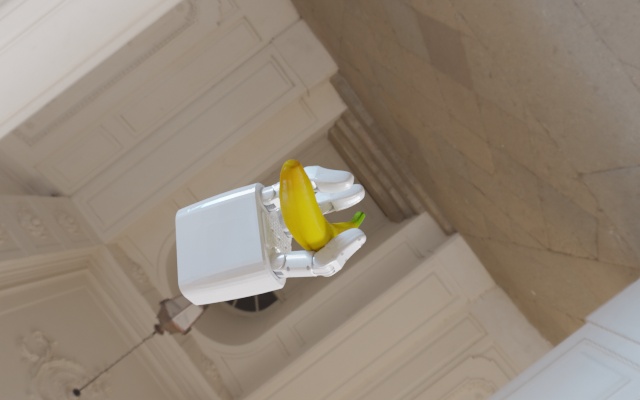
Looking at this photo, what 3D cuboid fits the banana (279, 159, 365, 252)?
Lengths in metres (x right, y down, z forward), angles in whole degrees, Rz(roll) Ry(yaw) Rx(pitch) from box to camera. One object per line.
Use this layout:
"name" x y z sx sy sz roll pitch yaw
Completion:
"banana" -0.003 0.020 0.498 0.037 0.069 0.198 8 -12 24
